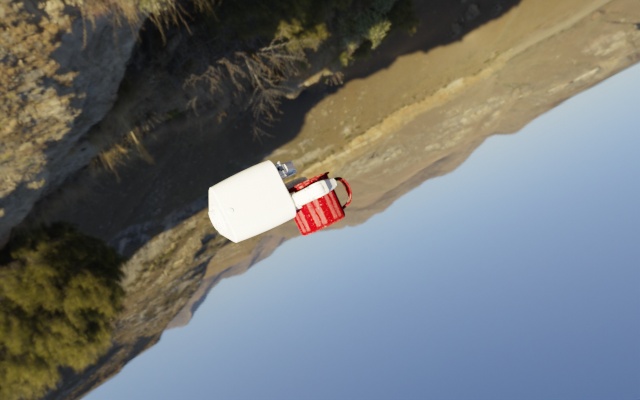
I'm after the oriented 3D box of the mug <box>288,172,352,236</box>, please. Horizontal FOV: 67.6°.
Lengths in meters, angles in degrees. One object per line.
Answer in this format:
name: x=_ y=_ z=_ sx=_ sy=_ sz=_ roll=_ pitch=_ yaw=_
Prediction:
mug: x=0.001 y=0.002 z=0.807 sx=0.117 sy=0.081 sz=0.093 roll=-25 pitch=0 yaw=-19
